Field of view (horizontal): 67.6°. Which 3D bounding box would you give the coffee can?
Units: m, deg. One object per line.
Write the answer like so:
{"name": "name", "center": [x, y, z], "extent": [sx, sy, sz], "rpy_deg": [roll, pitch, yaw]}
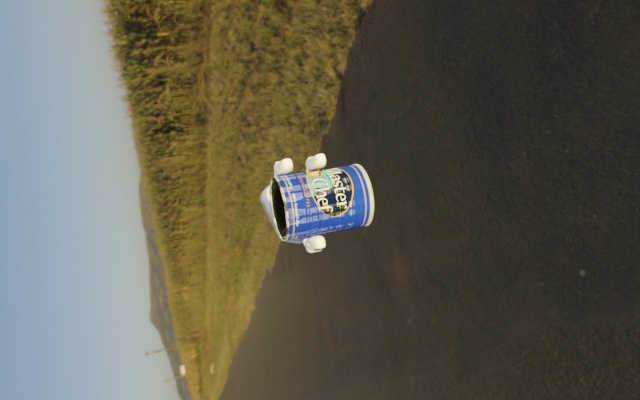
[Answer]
{"name": "coffee can", "center": [0.000, 0.002, 0.755], "extent": [0.140, 0.103, 0.103], "rpy_deg": [-10, 3, -17]}
